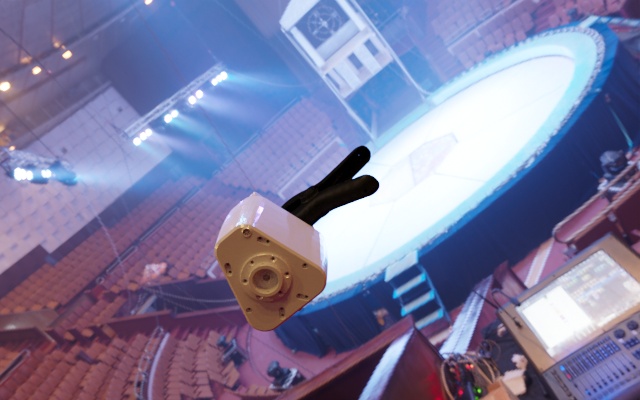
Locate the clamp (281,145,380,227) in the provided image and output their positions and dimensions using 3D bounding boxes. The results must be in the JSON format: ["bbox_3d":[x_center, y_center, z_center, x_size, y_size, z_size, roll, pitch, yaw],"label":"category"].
[{"bbox_3d":[0.000,0.001,0.572,0.171,0.039,0.120,-39,13,7],"label":"clamp"}]
